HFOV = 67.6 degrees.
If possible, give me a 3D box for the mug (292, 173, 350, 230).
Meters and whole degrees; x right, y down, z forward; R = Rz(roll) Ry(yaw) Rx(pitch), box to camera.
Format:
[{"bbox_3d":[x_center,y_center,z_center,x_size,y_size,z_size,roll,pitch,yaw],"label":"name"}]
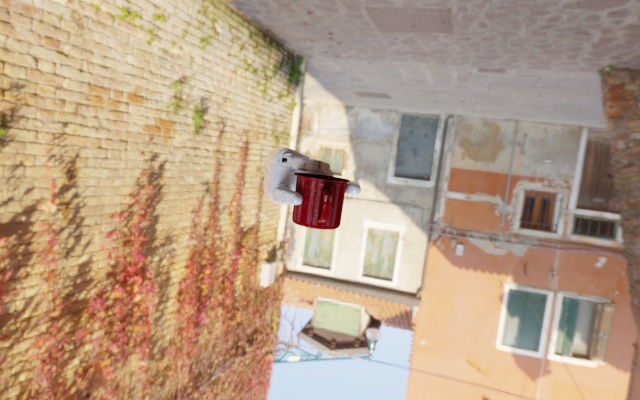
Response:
[{"bbox_3d":[0.000,0.003,0.775,0.093,0.081,0.117,6,7,-14],"label":"mug"}]
